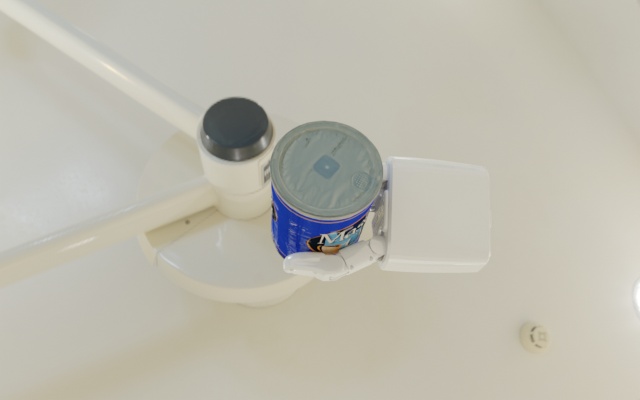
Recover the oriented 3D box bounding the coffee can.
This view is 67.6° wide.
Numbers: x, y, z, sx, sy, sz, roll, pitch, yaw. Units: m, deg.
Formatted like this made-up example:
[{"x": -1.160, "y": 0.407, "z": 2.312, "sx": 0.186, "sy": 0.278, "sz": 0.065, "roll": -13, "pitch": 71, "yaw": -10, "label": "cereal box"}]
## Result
[{"x": 0.000, "y": 0.002, "z": 0.489, "sx": 0.103, "sy": 0.102, "sz": 0.140, "roll": 0, "pitch": -28, "yaw": -6, "label": "coffee can"}]
